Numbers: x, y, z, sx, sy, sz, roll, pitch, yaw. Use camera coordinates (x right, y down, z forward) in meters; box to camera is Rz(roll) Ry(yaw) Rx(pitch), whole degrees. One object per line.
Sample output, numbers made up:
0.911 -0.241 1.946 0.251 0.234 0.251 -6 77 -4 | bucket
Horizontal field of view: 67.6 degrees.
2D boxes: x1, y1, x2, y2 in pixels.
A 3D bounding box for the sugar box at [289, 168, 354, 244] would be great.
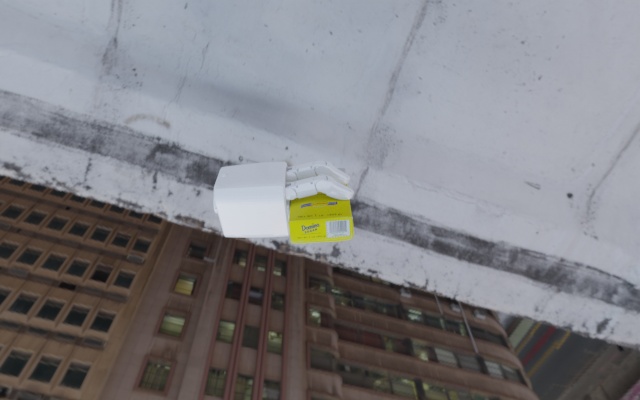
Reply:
0.000 0.002 0.756 0.093 0.048 0.176 -3 30 0 | sugar box
